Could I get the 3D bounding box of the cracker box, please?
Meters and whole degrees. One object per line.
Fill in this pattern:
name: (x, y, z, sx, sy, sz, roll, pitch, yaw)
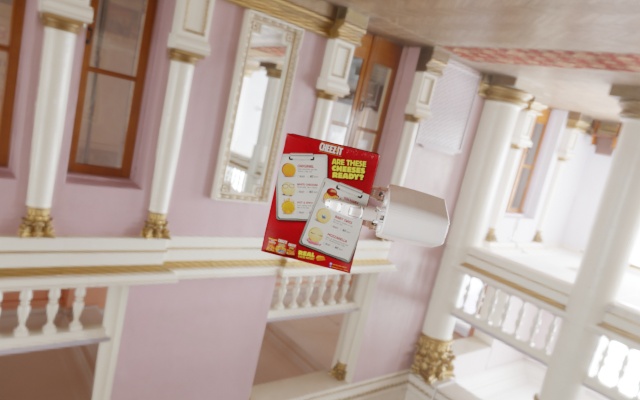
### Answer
cracker box: (0.000, 0.003, 0.843, 0.164, 0.214, 0.072, 14, 9, 2)
